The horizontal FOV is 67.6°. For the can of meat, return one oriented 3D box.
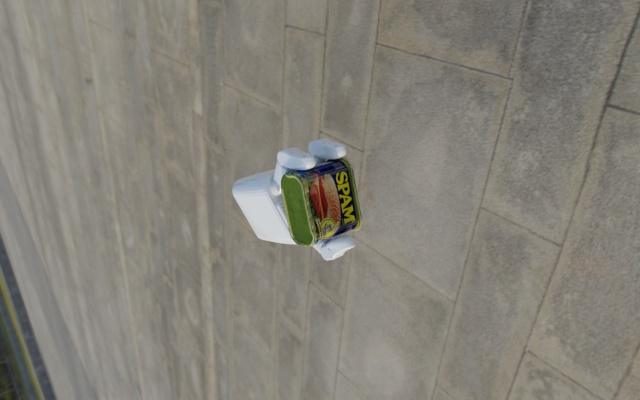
[{"bbox_3d":[0.000,0.002,0.626,0.084,0.102,0.057,-19,13,-36],"label":"can of meat"}]
